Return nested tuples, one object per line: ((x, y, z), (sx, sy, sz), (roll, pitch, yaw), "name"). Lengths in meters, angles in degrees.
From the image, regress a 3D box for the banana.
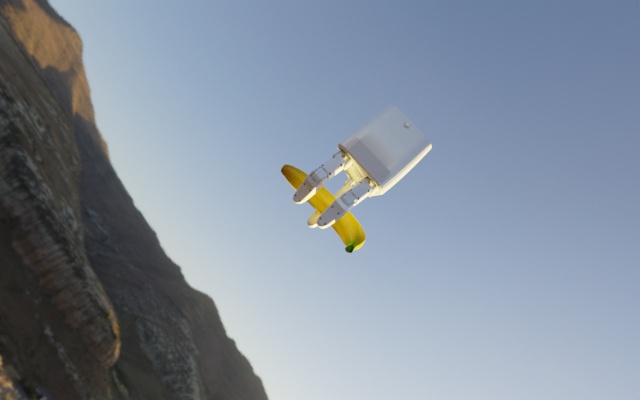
((0.011, 0.011, 0.718), (0.197, 0.037, 0.070), (48, 7, 36), "banana")
